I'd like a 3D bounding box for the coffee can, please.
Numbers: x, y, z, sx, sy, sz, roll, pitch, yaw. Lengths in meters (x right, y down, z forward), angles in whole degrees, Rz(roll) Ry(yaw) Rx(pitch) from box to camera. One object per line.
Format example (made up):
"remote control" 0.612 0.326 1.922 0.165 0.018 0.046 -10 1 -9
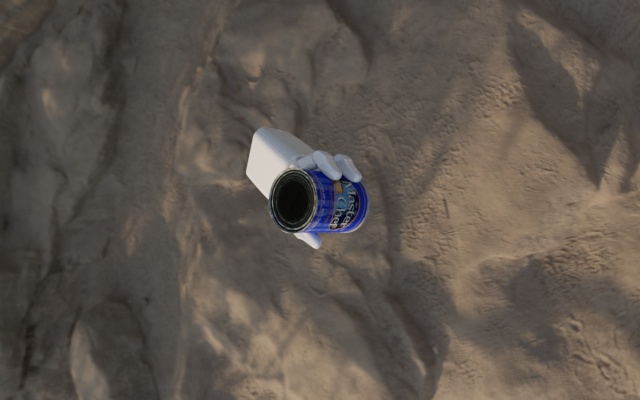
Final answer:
"coffee can" 0.000 0.003 0.785 0.103 0.103 0.140 0 -2 39
